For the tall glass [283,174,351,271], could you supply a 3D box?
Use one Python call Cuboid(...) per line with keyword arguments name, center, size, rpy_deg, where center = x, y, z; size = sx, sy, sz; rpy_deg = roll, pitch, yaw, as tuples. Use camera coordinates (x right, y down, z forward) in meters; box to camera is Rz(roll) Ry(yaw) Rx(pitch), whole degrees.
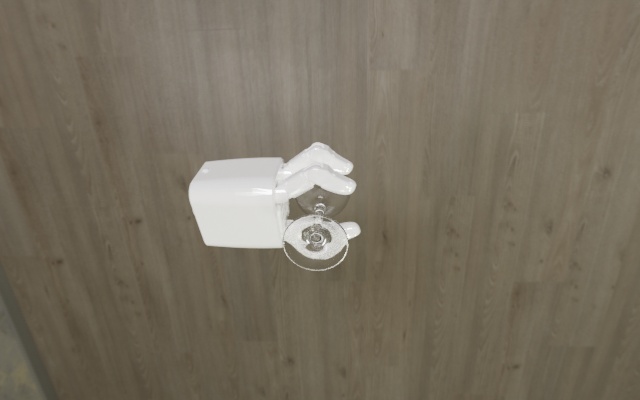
Cuboid(name="tall glass", center=(0.000, 0.002, 0.619), size=(0.079, 0.079, 0.201), rpy_deg=(0, 28, 4))
